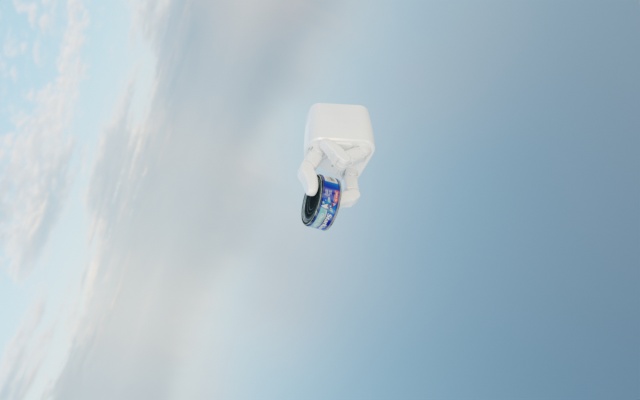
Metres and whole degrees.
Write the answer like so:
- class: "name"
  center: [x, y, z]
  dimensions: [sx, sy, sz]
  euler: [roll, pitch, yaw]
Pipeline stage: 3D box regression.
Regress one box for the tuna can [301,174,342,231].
- class: "tuna can"
  center: [0.000, 0.002, 0.753]
  dimensions: [0.034, 0.086, 0.086]
  euler: [15, -5, -19]
